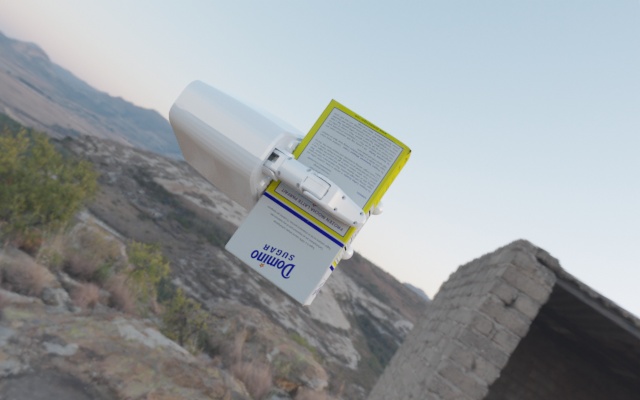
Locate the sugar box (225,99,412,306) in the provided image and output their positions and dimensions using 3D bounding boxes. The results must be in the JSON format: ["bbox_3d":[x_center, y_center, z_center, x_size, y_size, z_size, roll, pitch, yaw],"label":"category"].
[{"bbox_3d":[0.000,0.001,0.455,0.093,0.176,0.048,34,-5,13],"label":"sugar box"}]
